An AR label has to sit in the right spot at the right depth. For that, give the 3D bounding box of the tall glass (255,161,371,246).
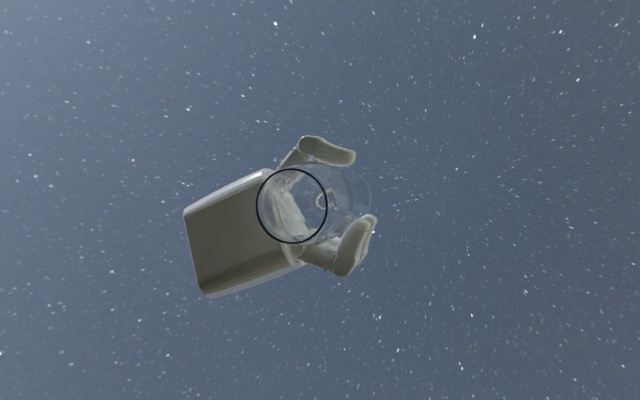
[{"bbox_3d":[0.000,0.001,0.481,0.079,0.079,0.201,0,2,14],"label":"tall glass"}]
